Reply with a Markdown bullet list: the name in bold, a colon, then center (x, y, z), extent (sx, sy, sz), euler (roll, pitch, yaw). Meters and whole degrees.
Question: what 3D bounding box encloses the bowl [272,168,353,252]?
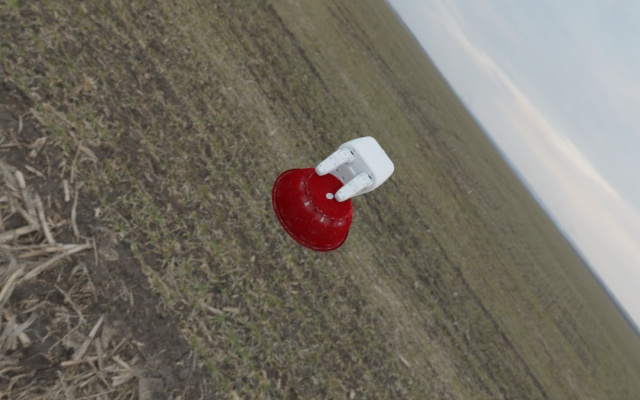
- **bowl**: center (0.000, 0.003, 0.803), extent (0.162, 0.162, 0.055), euler (0, -28, -40)
